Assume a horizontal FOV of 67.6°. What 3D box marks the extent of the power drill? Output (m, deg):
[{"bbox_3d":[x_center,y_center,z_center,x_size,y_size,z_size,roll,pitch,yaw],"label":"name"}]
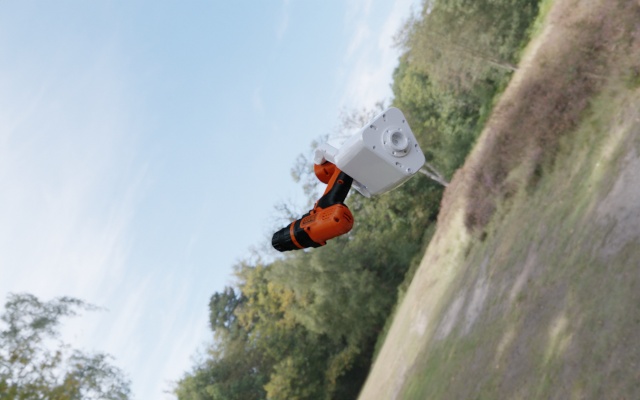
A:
[{"bbox_3d":[0.000,0.002,0.847,0.184,0.187,0.057,-20,-51,42],"label":"power drill"}]
